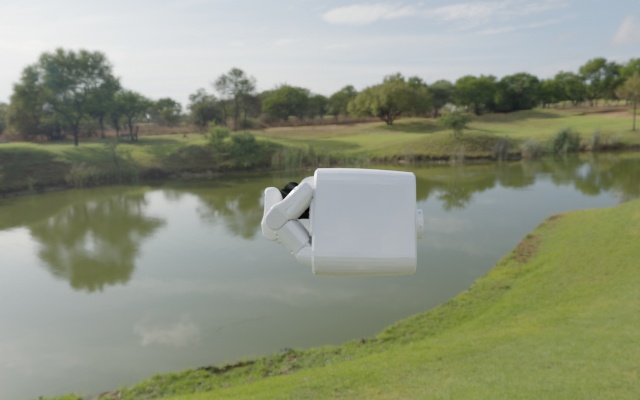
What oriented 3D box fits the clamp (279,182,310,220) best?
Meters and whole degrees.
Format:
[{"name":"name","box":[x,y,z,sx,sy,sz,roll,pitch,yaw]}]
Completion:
[{"name":"clamp","box":[0.000,0.001,0.620,0.120,0.039,0.171,3,10,5]}]
